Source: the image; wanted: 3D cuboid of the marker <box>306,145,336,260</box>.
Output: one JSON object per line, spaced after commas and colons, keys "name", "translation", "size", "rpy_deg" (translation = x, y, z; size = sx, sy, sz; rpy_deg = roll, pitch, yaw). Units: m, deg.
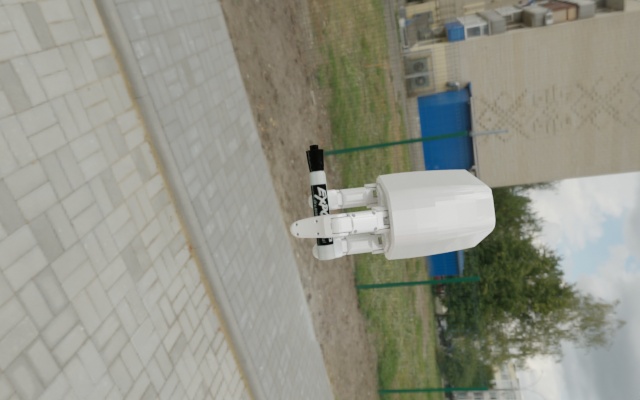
{"name": "marker", "translation": [0.000, 0.002, 0.504], "size": [0.020, 0.121, 0.020], "rpy_deg": [-7, 0, 0]}
